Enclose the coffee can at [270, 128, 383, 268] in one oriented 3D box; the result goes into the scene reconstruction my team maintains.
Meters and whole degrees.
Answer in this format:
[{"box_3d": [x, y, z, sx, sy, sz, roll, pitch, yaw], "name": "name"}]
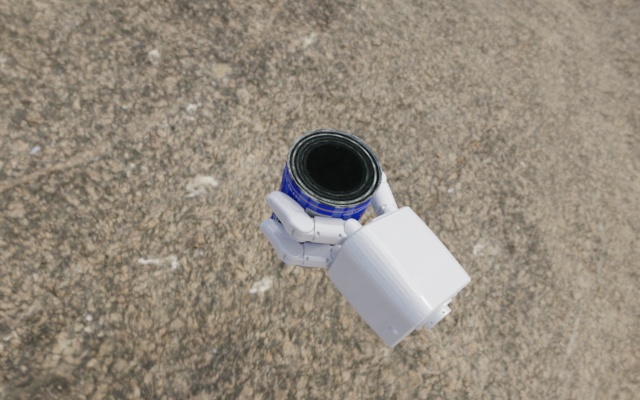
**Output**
[{"box_3d": [0.000, 0.002, 0.551, 0.103, 0.102, 0.140, 0, -33, -15], "name": "coffee can"}]
